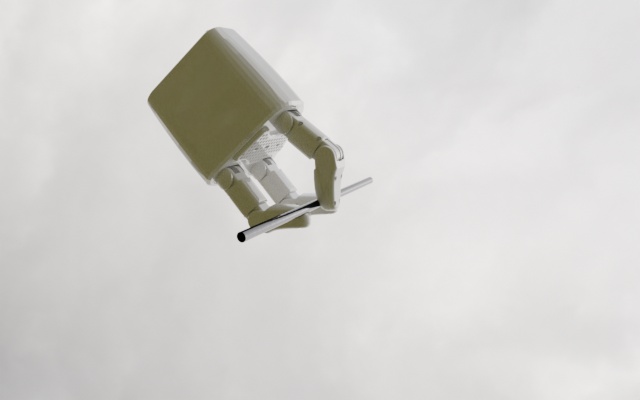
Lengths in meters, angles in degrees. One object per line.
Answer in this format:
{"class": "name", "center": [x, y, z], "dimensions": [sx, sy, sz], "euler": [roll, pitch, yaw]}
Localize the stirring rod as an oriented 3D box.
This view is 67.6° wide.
{"class": "stirring rod", "center": [0.000, 0.001, 0.440], "dimensions": [0.011, 0.011, 0.239], "euler": [0, 12, 28]}
